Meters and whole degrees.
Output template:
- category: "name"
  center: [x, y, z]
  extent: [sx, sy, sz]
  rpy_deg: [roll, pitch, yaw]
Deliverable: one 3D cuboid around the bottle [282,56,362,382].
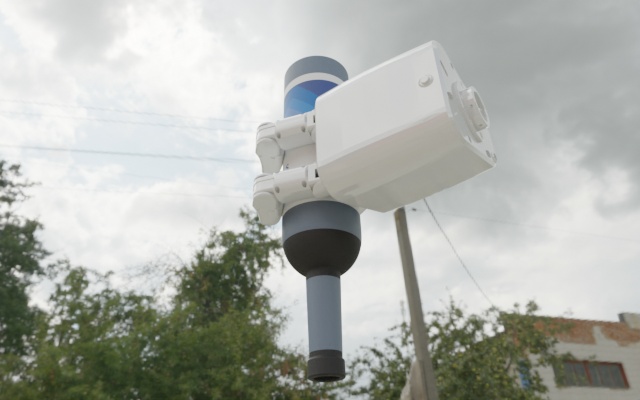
- category: "bottle"
  center: [0.000, 0.001, 0.416]
  extent: [0.069, 0.295, 0.069]
  rpy_deg: [-1, -31, -1]
